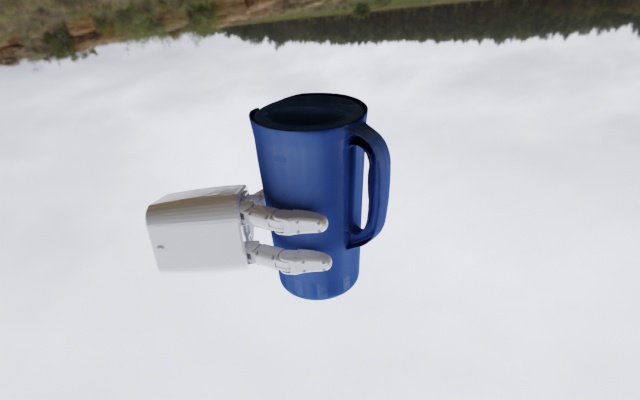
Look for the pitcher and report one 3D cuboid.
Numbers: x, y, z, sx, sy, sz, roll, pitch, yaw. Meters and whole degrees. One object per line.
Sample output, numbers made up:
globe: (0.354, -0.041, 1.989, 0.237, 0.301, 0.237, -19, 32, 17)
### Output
pitcher: (0.000, 0.002, 0.580, 0.145, 0.243, 0.149, -5, 29, -3)
